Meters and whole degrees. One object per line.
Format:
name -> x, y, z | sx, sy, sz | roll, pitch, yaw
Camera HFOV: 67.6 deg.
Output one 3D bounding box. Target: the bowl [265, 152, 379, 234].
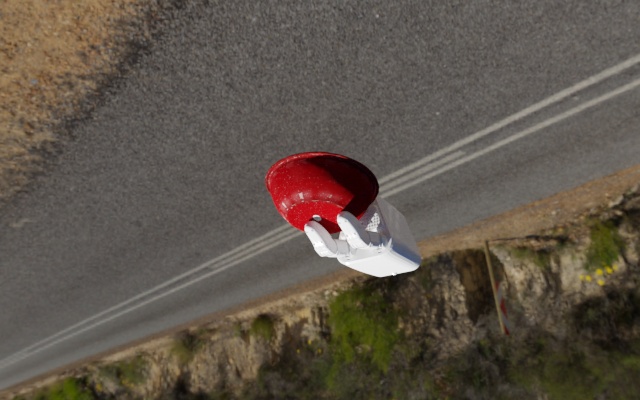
bowl -> -0.001, 0.002, 0.664 | 0.162, 0.055, 0.162 | 4, -32, 3
